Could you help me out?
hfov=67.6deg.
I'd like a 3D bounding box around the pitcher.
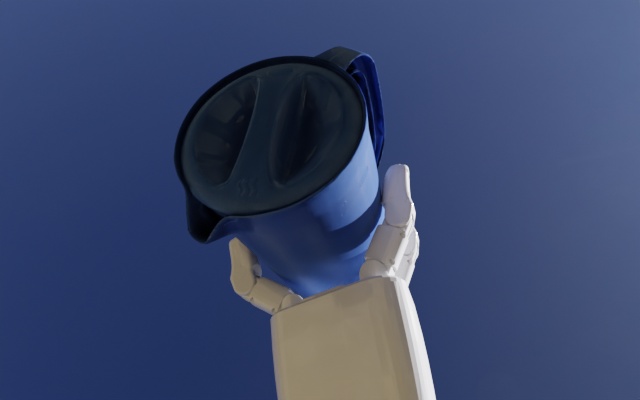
[{"bbox_3d":[0.000,0.002,0.409,0.149,0.145,0.243,-16,-33,8],"label":"pitcher"}]
